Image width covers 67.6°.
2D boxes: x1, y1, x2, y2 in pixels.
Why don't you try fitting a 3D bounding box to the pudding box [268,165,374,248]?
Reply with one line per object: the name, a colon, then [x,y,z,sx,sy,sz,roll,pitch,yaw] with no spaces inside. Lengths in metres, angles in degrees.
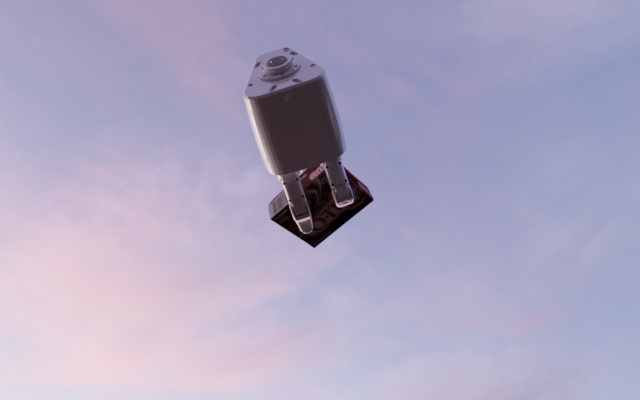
pudding box: [0.000,0.002,0.638,0.113,0.039,0.090,-39,-52,18]
